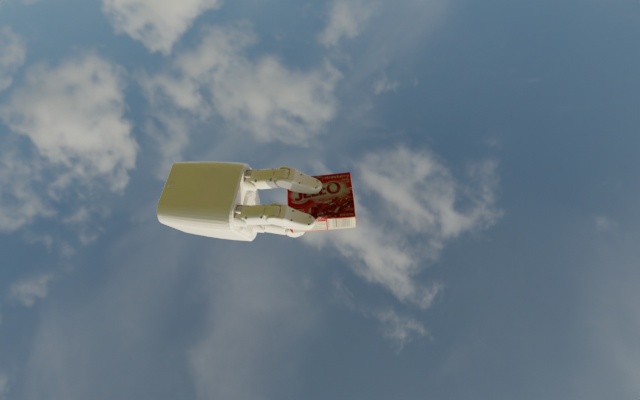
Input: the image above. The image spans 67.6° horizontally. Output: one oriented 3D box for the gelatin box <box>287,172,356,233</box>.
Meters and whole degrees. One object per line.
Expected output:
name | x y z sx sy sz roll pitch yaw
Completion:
gelatin box | 0.000 0.002 0.637 0.089 0.073 0.030 -5 -35 1
